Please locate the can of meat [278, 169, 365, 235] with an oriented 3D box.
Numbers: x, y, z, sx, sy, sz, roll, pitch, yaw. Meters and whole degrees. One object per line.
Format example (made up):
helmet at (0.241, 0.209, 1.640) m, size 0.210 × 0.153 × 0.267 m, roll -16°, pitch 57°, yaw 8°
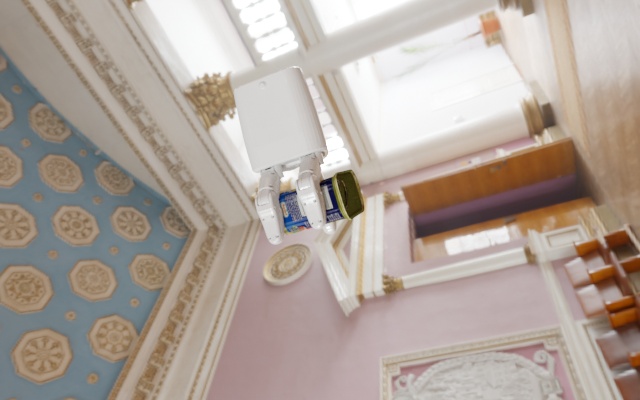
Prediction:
can of meat at (0.000, 0.002, 0.594) m, size 0.084 × 0.057 × 0.102 m, roll -16°, pitch 2°, yaw 18°
